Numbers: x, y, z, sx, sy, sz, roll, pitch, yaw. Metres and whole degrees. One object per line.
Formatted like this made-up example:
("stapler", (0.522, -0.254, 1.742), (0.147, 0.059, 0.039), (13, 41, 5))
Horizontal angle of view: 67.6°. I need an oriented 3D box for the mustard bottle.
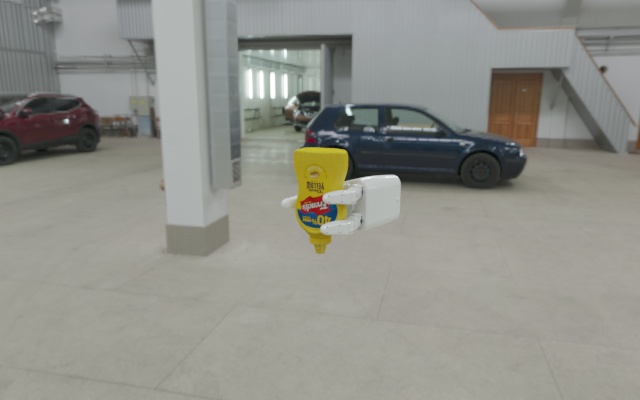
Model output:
("mustard bottle", (0.000, 0.003, 0.862), (0.096, 0.192, 0.058), (5, 14, 22))
